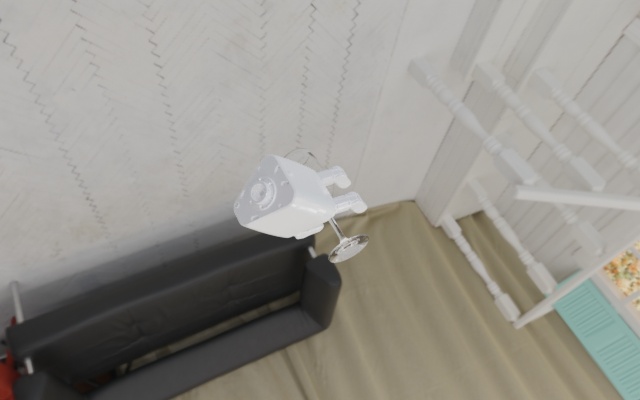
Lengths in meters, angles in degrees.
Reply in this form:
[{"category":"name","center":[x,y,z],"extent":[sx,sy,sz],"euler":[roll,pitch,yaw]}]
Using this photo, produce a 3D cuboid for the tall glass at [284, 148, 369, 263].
[{"category":"tall glass","center":[0.000,0.003,0.813],"extent":[0.079,0.201,0.079],"euler":[-24,-28,-14]}]
